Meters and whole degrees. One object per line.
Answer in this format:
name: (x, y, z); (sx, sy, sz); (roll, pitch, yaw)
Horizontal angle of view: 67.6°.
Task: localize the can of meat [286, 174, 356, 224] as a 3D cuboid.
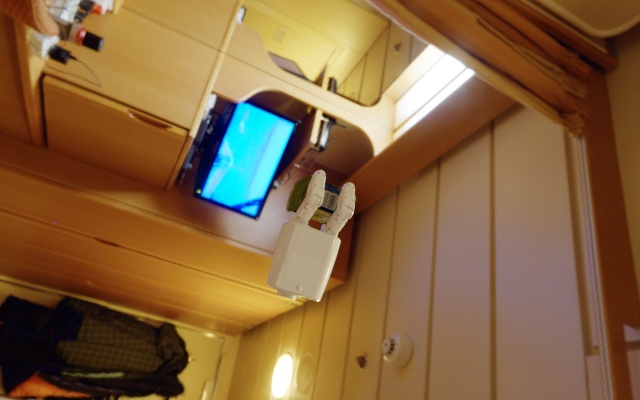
can of meat: (0.000, 0.003, 0.809); (0.084, 0.057, 0.102); (22, -15, -18)
